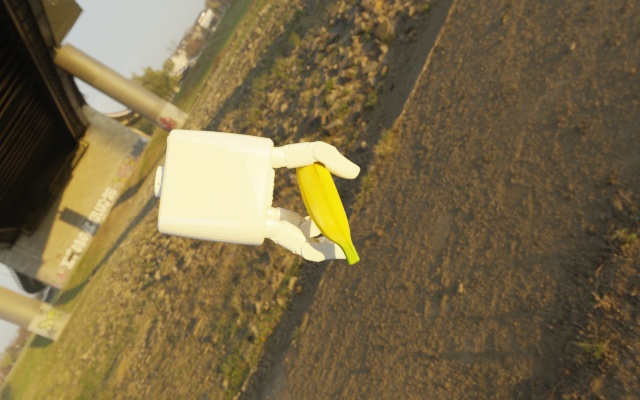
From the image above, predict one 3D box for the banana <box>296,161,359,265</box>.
[{"bbox_3d":[-0.003,-0.011,0.538,0.037,0.070,0.197,-17,35,-2],"label":"banana"}]
